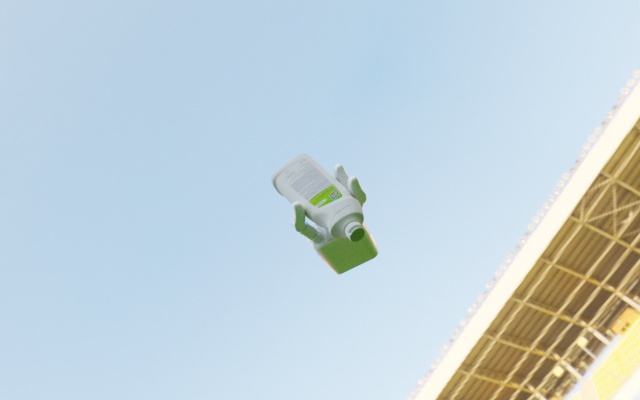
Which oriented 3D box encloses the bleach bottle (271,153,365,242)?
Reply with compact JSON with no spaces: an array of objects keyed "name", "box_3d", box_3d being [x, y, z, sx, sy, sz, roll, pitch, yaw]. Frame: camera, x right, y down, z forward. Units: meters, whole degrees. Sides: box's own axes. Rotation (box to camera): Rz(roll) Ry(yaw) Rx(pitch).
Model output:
[{"name":"bleach bottle","box_3d":[0.000,0.003,0.893,0.102,0.068,0.250,-38,41,-4]}]
